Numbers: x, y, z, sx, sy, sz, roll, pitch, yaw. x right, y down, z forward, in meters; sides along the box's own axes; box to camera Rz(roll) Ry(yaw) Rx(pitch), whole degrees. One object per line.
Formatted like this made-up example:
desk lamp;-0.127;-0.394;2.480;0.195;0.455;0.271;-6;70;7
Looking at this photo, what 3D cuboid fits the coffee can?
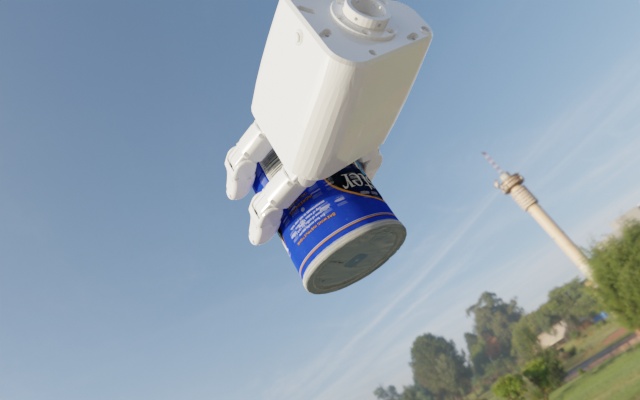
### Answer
coffee can;0.000;0.002;0.451;0.103;0.140;0.103;-24;-29;-14
